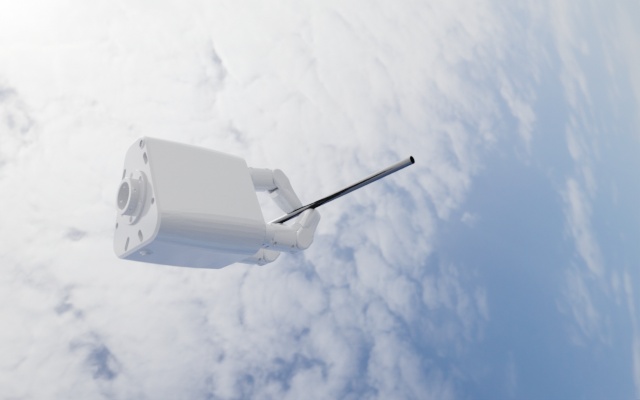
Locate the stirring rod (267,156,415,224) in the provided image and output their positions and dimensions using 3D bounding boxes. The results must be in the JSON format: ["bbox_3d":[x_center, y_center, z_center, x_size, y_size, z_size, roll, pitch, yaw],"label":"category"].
[{"bbox_3d":[0.000,0.002,0.509,0.239,0.011,0.011,-25,-17,41],"label":"stirring rod"}]
